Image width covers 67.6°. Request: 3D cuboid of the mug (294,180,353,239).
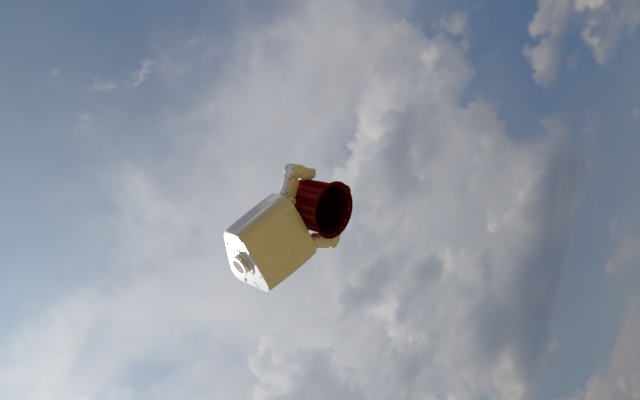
[{"bbox_3d":[0.001,0.002,0.786,0.081,0.093,0.117,13,40,41],"label":"mug"}]
